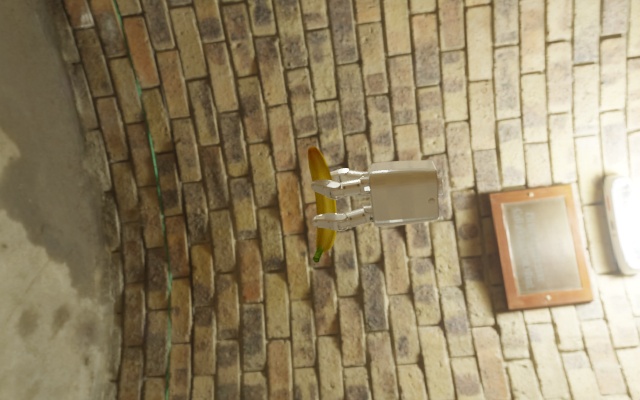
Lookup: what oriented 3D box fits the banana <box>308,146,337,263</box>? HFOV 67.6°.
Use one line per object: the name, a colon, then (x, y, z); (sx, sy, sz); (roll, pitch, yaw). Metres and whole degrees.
banana: (0.005, 0.004, 0.833); (0.037, 0.198, 0.069); (-3, 6, 15)
